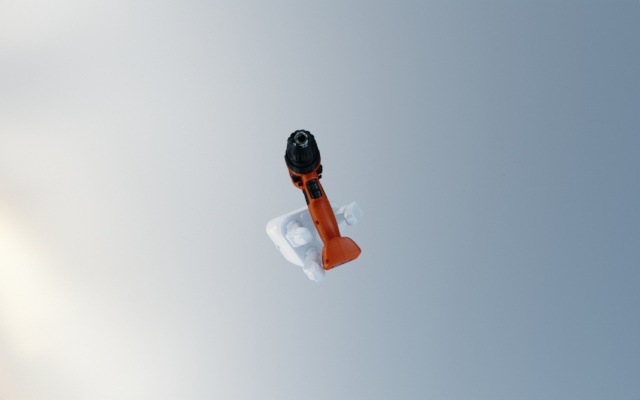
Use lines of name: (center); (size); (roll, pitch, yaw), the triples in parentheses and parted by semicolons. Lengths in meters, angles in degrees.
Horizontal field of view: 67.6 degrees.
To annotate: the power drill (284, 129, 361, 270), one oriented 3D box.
power drill: (0.000, 0.003, 0.693); (0.057, 0.187, 0.184); (-20, -12, -3)
